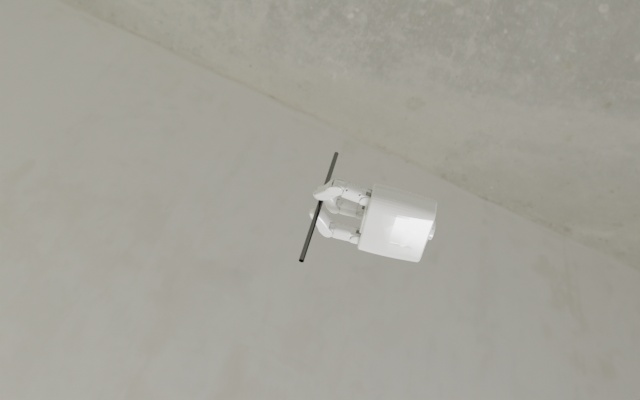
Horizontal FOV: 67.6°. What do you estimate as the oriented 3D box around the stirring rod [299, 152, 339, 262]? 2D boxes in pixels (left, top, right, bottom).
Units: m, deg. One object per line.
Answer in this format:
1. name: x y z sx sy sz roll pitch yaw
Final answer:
1. stirring rod: 0.000 0.002 0.793 0.011 0.239 0.011 11 -40 9
